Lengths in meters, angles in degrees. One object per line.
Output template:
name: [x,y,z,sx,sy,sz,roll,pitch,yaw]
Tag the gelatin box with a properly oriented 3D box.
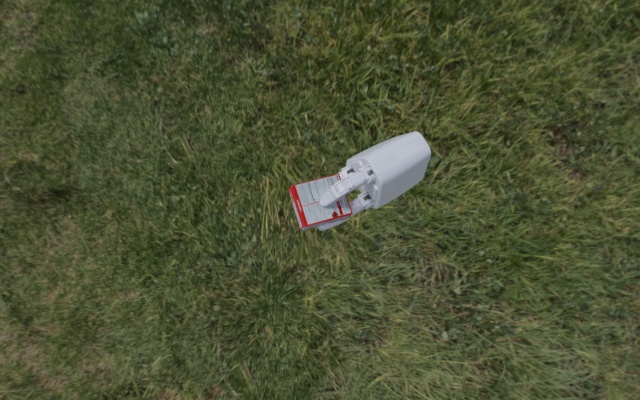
gelatin box: [0.000,0.003,0.787,0.089,0.073,0.030,-15,-12,-16]
